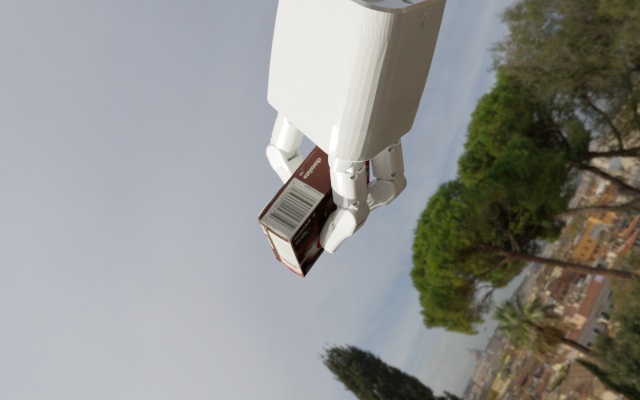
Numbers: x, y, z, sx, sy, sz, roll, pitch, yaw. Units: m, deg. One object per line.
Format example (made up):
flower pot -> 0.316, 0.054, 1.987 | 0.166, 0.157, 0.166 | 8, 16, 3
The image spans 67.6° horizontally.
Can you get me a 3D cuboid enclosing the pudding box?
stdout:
pudding box -> 0.000, 0.001, 0.416 | 0.039, 0.113, 0.090 | 33, -19, 21
